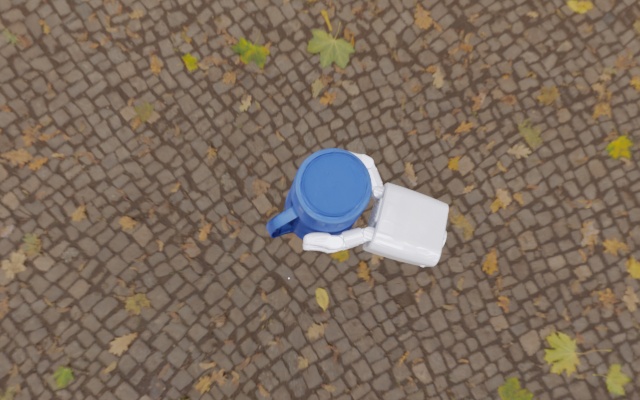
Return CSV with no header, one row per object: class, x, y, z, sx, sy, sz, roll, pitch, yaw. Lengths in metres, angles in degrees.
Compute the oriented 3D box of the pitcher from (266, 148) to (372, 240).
pitcher,0.000,0.003,0.765,0.145,0.149,0.243,19,-10,-1
